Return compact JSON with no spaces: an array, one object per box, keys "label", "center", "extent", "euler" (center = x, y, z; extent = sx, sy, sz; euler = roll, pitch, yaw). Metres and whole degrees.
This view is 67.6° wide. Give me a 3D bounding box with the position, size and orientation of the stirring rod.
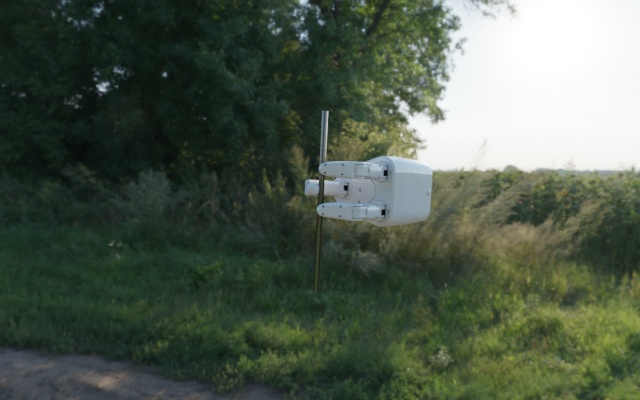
[{"label":"stirring rod","center":[0.000,0.002,0.637],"extent":[0.011,0.239,0.011],"euler":[3,3,0]}]
